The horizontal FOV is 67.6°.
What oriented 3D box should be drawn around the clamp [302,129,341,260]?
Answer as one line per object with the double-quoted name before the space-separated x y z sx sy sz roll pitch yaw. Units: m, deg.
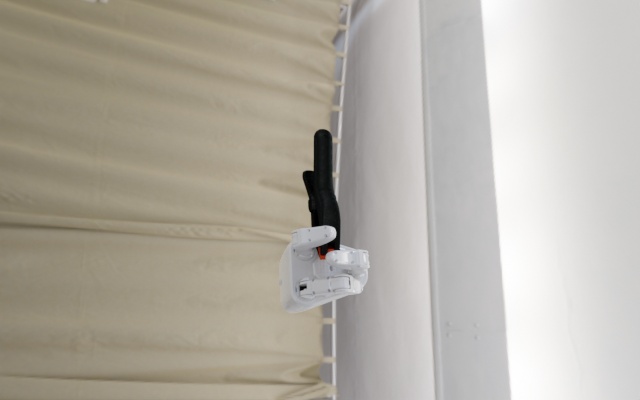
"clamp" 0.001 0.002 0.657 0.039 0.171 0.120 -1 -19 -7
